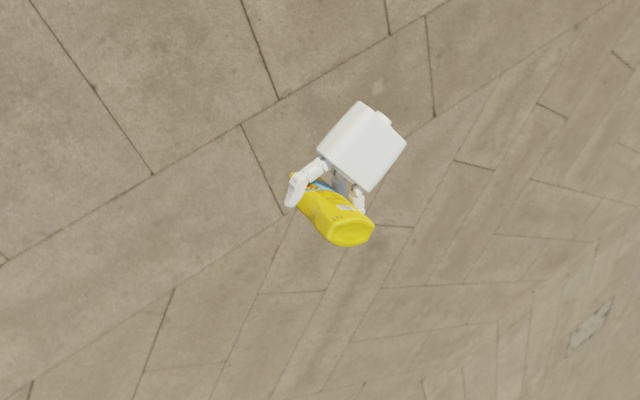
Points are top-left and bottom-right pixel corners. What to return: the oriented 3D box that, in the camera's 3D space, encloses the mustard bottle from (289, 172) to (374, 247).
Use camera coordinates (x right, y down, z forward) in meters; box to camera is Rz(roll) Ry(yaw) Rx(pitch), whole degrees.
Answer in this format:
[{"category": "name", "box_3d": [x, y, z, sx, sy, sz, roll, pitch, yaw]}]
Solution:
[{"category": "mustard bottle", "box_3d": [0.000, 0.003, 0.809, 0.096, 0.058, 0.191, 4, 29, -39]}]
